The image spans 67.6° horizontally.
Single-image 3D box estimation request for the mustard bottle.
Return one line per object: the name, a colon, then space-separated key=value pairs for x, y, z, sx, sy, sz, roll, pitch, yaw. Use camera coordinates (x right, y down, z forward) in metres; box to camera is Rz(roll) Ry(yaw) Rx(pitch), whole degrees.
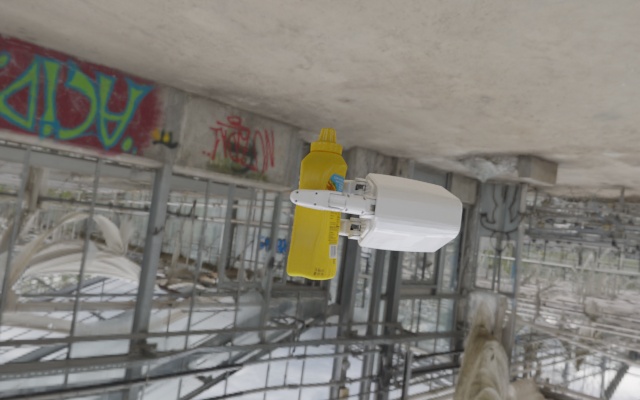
mustard bottle: x=0.000 y=0.002 z=0.614 sx=0.058 sy=0.191 sz=0.096 roll=6 pitch=-4 yaw=19
